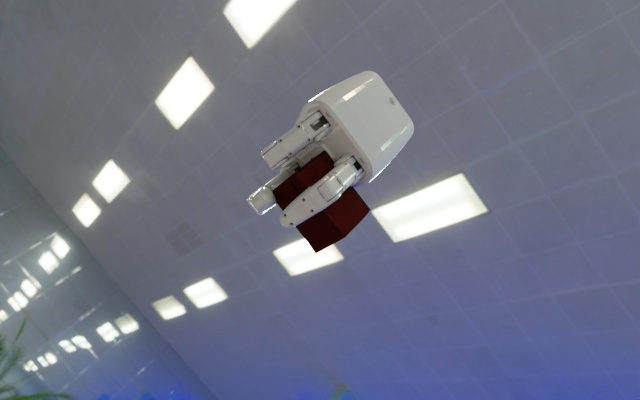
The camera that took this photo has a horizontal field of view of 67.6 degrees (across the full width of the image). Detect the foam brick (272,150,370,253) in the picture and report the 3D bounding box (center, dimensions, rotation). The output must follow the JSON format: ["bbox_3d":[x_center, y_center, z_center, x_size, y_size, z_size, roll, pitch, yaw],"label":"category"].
[{"bbox_3d":[0.000,0.002,0.474,0.053,0.078,0.051,-31,8,48],"label":"foam brick"}]
